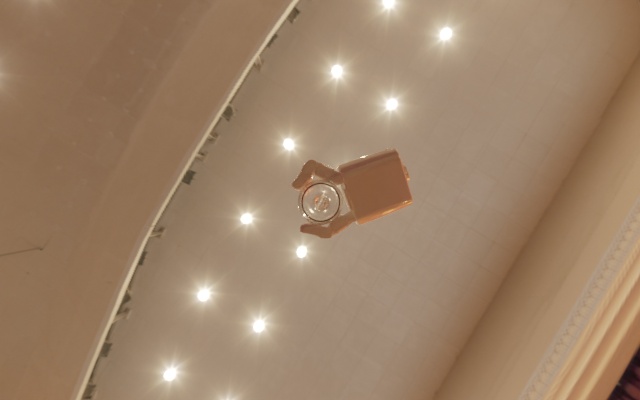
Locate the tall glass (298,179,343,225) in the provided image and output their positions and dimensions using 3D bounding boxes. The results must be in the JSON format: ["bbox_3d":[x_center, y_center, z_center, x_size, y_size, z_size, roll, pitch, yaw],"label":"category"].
[{"bbox_3d":[0.000,0.003,0.853,0.079,0.079,0.201,0,0,0],"label":"tall glass"}]
